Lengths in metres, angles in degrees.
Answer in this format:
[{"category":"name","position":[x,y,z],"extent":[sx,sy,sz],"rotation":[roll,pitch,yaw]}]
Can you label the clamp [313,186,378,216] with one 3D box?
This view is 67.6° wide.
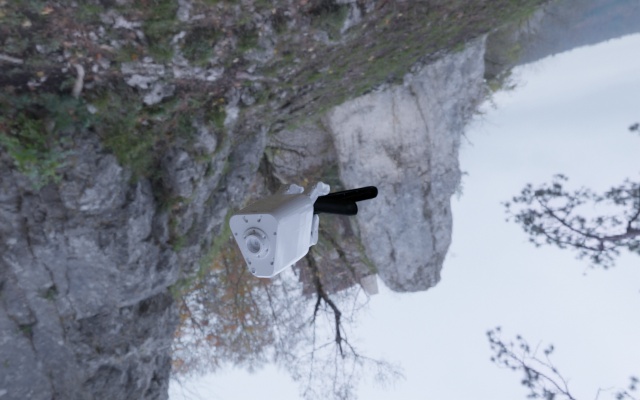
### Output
[{"category":"clamp","position":[0.000,0.004,0.893],"extent":[0.210,0.036,0.164],"rotation":[-3,10,27]}]
